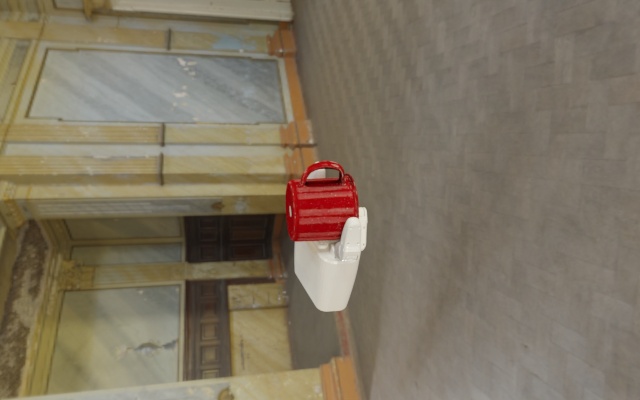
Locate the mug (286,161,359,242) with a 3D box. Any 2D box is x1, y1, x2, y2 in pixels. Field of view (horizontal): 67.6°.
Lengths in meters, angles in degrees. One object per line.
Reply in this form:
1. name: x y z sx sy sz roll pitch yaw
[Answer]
1. mug: 0.000 0.001 0.622 0.081 0.117 0.093 -3 36 -12
